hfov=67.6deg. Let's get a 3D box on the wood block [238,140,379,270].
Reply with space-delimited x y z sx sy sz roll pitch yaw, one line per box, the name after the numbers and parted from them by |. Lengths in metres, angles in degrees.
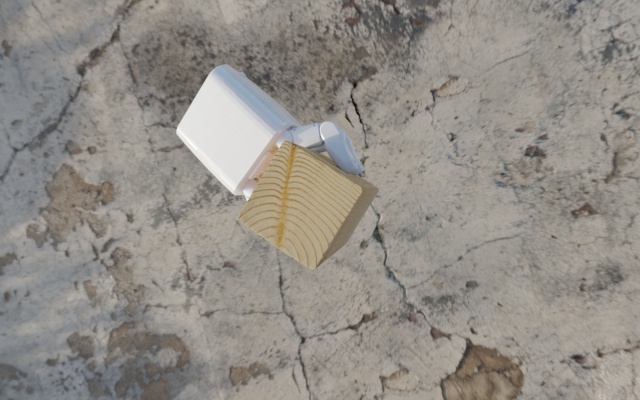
0.000 0.002 0.536 0.090 0.091 0.206 33 7 9 | wood block
